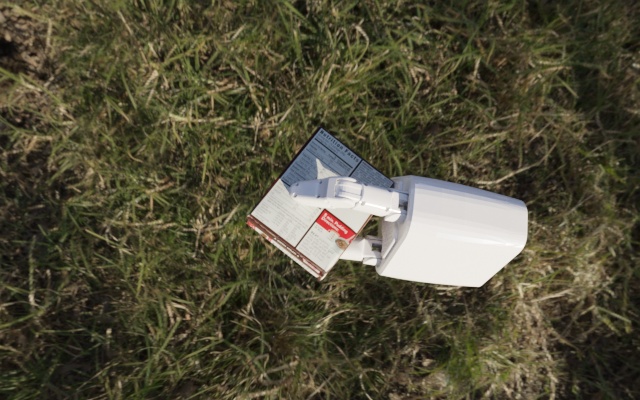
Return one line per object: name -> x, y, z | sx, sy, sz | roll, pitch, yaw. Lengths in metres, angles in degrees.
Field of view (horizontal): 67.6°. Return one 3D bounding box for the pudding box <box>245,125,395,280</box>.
pudding box -> 0.000, 0.001, 0.440 | 0.090, 0.113, 0.039 | 37, -18, 1
